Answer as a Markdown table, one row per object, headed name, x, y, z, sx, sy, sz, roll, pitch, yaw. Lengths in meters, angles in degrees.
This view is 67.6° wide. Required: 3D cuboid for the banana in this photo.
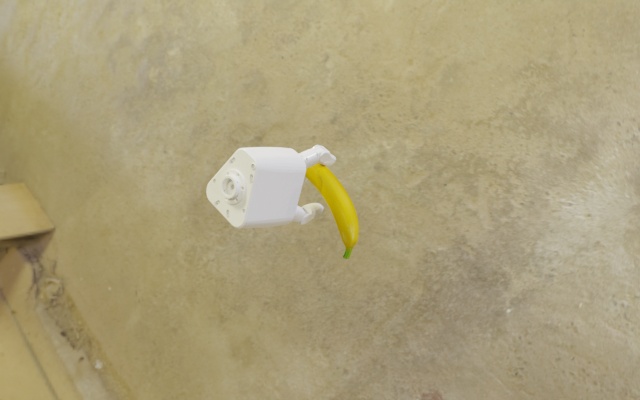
| name | x | y | z | sx | sy | sz | roll | pitch | yaw |
| --- | --- | --- | --- | --- | --- | --- | --- | --- | --- |
| banana | 0.014 | -0.003 | 0.779 | 0.070 | 0.197 | 0.037 | -35 | -14 | 35 |
